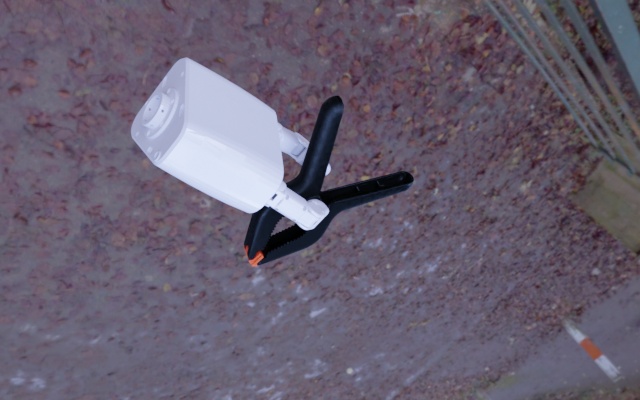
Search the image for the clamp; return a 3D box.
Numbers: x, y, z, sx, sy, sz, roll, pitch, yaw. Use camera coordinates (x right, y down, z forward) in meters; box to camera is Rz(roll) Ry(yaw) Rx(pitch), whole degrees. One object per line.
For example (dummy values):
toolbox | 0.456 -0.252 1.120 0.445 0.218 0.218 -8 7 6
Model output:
clamp | 0.000 0.003 0.541 0.165 0.210 0.036 30 20 -38
